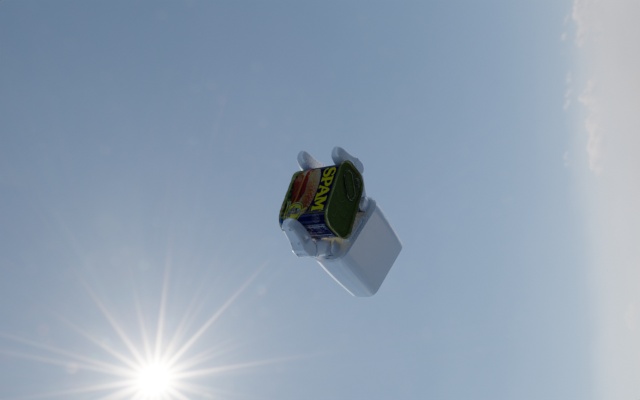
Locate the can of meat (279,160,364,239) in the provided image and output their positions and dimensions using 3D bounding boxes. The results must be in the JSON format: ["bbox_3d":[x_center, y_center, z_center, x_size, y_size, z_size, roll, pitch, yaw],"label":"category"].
[{"bbox_3d":[0.000,0.002,0.628,0.084,0.102,0.057,-7,-39,36],"label":"can of meat"}]
